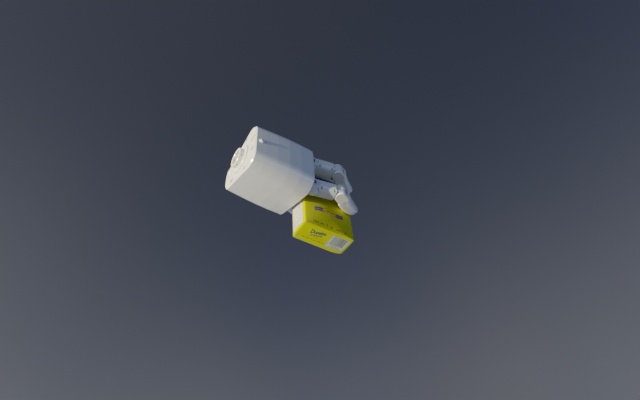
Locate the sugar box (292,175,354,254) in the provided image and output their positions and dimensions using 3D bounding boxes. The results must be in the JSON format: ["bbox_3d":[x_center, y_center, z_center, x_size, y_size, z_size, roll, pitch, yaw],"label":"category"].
[{"bbox_3d":[0.000,0.002,0.809,0.093,0.176,0.048,23,-53,-24],"label":"sugar box"}]
